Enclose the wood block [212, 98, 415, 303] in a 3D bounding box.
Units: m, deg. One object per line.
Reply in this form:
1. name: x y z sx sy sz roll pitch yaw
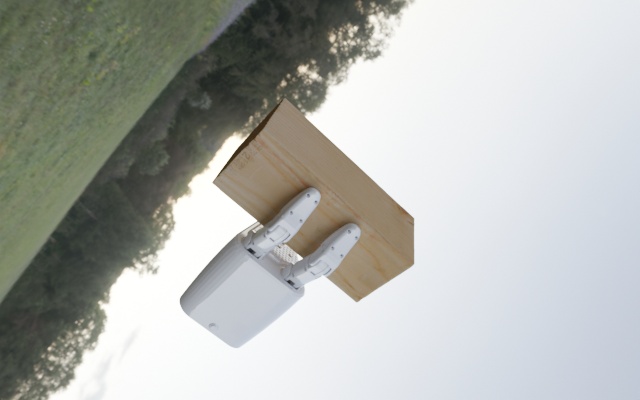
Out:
1. wood block: 0.000 0.002 0.521 0.090 0.206 0.090 -40 17 28
